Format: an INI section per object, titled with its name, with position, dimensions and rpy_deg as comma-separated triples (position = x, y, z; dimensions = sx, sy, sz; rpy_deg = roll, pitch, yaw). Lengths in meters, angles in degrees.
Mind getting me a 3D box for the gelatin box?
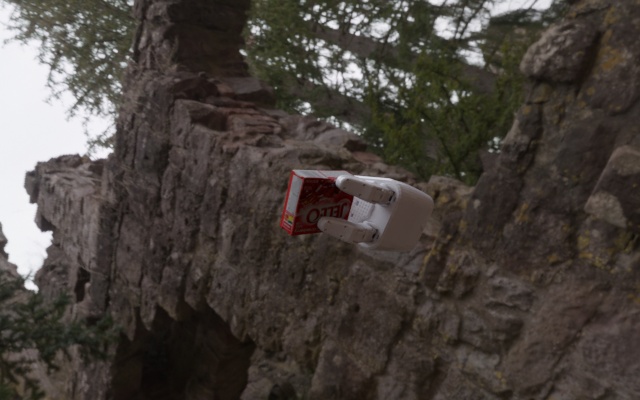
[gelatin box]
position = 0.000, 0.002, 0.579
dimensions = 0.089, 0.073, 0.030
rpy_deg = -2, 24, -40
